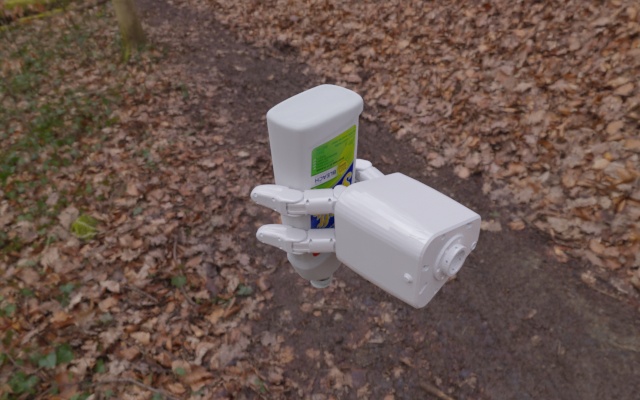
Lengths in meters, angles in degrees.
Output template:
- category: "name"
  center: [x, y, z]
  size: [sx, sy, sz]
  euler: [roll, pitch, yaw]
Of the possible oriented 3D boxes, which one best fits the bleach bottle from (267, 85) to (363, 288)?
- category: "bleach bottle"
  center: [0.000, 0.002, 0.558]
  size: [0.102, 0.251, 0.068]
  euler: [-32, 45, -31]
